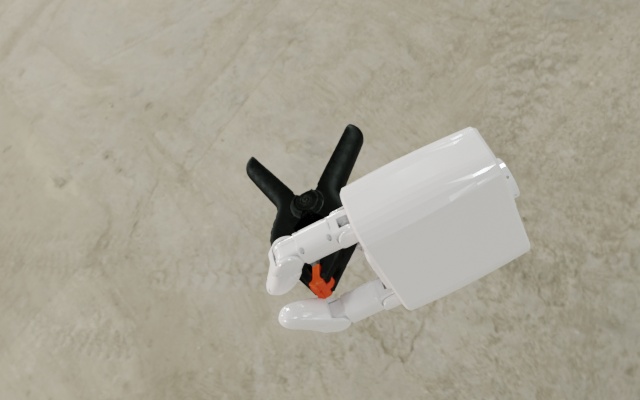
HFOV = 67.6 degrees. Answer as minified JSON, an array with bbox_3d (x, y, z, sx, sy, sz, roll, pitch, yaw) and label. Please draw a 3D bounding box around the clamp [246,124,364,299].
[{"bbox_3d":[0.000,0.001,0.428,0.120,0.171,0.039,-28,-37,10],"label":"clamp"}]
